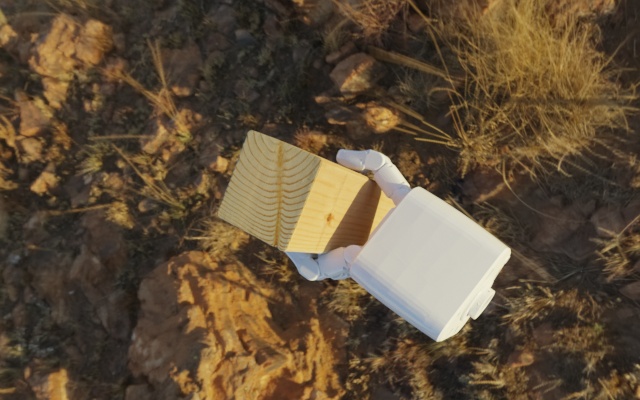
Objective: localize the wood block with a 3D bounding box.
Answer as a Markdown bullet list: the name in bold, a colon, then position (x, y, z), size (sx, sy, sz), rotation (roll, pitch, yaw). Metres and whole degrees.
- **wood block**: position (0.000, 0.002, 0.521), size (0.090, 0.091, 0.206), rotation (25, 5, 29)
